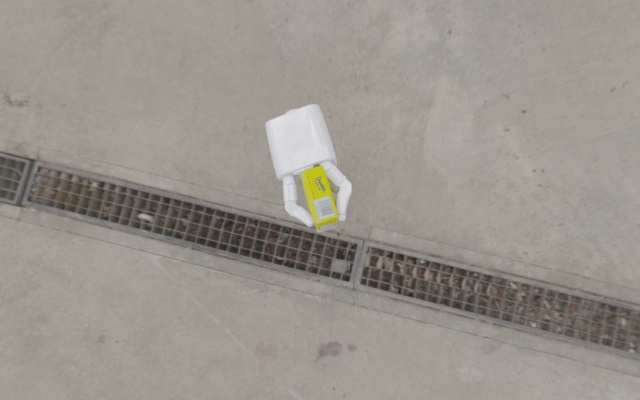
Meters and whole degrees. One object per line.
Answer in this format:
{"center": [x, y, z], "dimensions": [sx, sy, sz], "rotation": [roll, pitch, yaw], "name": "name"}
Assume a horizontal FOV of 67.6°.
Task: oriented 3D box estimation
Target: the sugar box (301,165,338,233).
{"center": [0.001, 0.003, 0.863], "dimensions": [0.048, 0.093, 0.176], "rotation": [-16, -8, 1], "name": "sugar box"}
